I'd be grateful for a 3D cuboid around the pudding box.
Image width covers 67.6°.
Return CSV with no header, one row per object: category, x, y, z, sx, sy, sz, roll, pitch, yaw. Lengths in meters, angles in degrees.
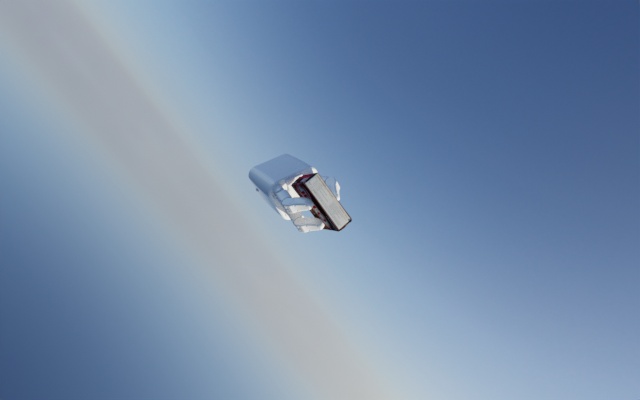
pudding box,0.000,0.003,0.886,0.039,0.113,0.090,-41,11,-13
